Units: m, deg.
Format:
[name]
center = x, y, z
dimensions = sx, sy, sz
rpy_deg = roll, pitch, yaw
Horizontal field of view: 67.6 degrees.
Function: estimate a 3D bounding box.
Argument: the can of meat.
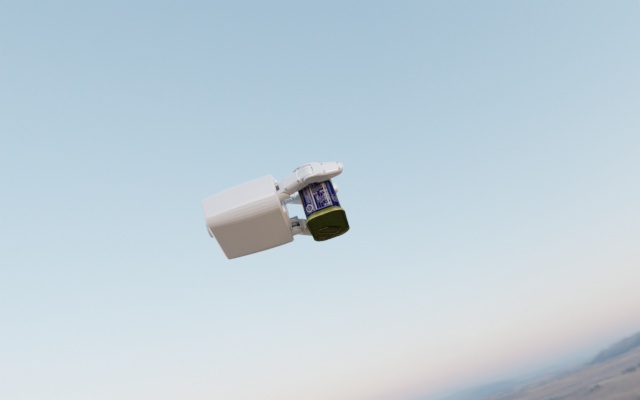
[can of meat]
center = 0.000, 0.002, 0.702
dimensions = 0.057, 0.084, 0.102
rpy_deg = -20, -25, 1
